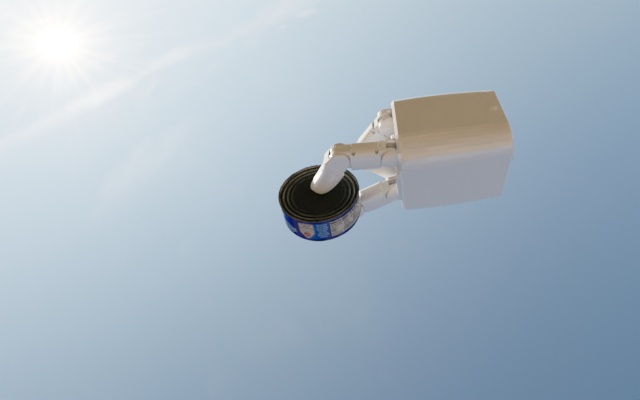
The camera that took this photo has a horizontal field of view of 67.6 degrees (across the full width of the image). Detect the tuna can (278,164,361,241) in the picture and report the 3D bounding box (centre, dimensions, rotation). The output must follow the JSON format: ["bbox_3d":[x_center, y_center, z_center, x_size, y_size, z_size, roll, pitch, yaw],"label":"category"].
[{"bbox_3d":[0.000,0.002,0.510,0.086,0.086,0.034,0,-44,11],"label":"tuna can"}]
